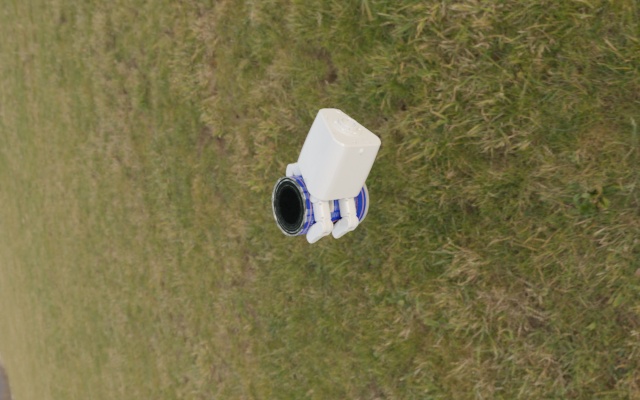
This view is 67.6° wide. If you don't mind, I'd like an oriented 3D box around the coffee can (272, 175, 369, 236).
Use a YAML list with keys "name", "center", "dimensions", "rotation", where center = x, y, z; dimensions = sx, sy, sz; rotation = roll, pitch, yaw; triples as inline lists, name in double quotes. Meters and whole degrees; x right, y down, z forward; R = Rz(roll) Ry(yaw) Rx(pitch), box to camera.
- name: "coffee can"
  center: [0.000, 0.003, 0.844]
  dimensions: [0.140, 0.103, 0.103]
  rotation: [-8, 5, -37]
